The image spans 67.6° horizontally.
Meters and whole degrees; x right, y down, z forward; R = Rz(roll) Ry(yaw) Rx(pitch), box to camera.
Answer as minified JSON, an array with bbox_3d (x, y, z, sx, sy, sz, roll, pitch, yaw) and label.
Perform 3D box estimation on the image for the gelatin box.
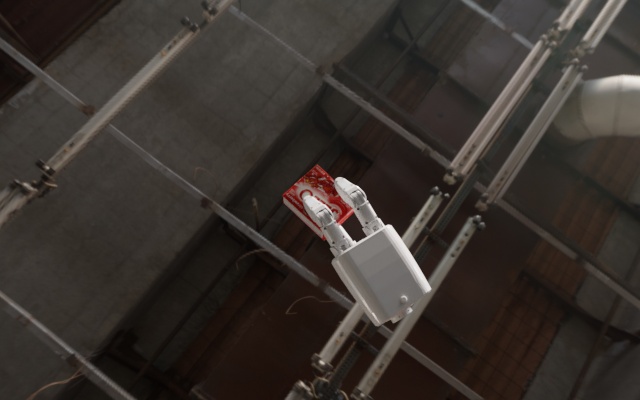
[{"bbox_3d":[0.000,0.002,0.704,0.073,0.089,0.030,-43,-15,-18],"label":"gelatin box"}]
